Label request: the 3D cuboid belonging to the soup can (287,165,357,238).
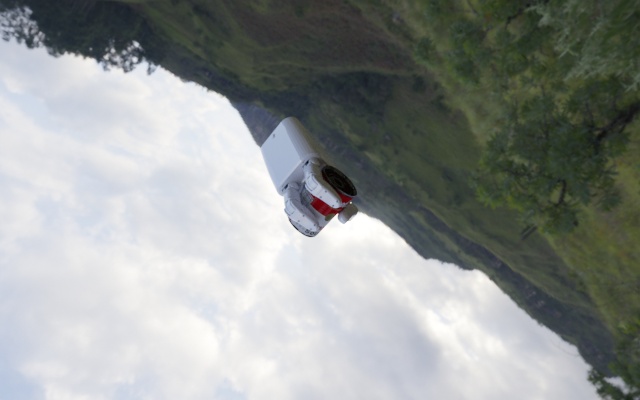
[{"bbox_3d":[0.000,0.003,0.769,0.102,0.068,0.068,-47,-23,23],"label":"soup can"}]
